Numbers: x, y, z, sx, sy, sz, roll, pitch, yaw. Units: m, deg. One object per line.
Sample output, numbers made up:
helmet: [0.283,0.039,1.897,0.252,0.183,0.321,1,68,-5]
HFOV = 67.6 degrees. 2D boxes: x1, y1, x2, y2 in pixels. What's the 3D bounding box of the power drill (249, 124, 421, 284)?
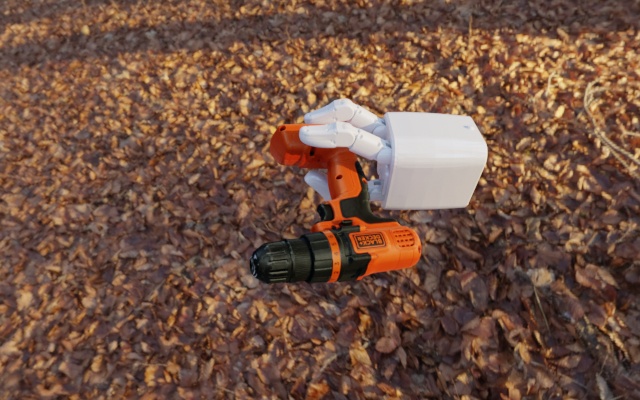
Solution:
power drill: [0.000,0.001,0.522,0.184,0.187,0.057,-3,-33,-24]
